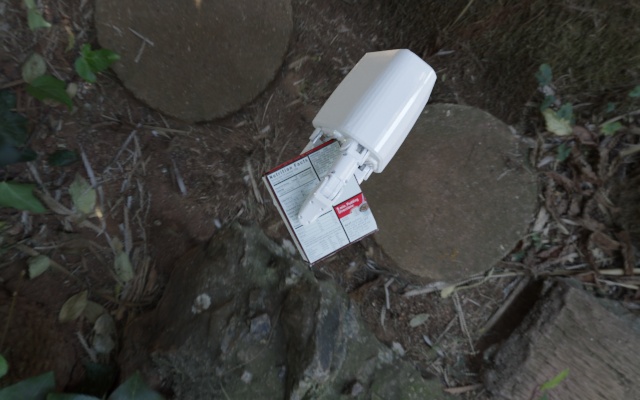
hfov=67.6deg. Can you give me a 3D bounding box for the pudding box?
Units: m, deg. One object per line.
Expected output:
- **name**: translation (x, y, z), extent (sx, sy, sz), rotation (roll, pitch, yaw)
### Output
- **pudding box**: translation (0.000, 0.002, 0.521), extent (0.090, 0.113, 0.039), rotation (-27, 6, -8)
